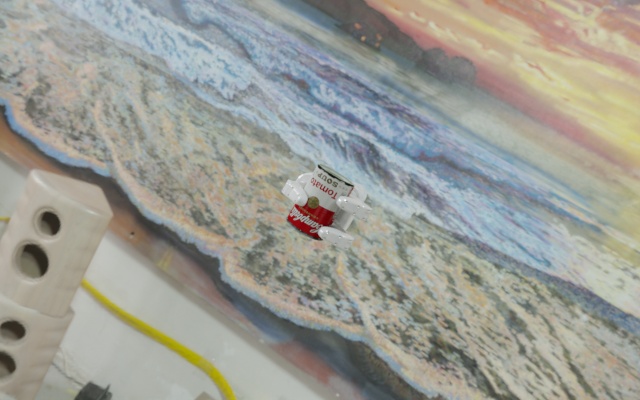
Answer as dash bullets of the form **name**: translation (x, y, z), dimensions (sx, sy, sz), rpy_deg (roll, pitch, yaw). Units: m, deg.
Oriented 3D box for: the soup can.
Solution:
- **soup can**: translation (0.000, 0.002, 0.743), dimensions (0.068, 0.102, 0.068), rpy_deg (30, 10, -6)
